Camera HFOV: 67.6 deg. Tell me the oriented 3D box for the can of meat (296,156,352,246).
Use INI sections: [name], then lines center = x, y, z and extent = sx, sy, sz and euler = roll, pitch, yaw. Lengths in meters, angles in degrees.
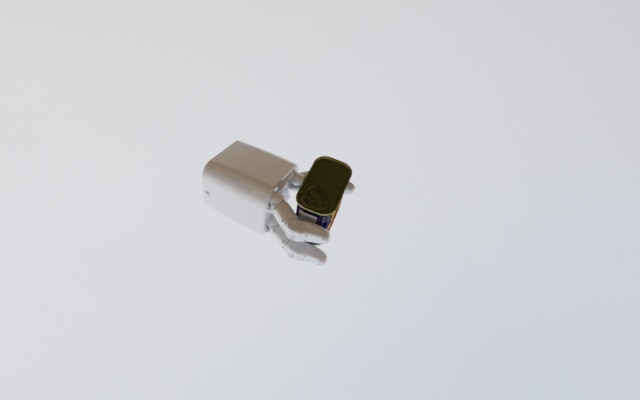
[can of meat]
center = 0.000, 0.002, 0.682
extent = 0.057, 0.102, 0.084
euler = 21, -38, 6
